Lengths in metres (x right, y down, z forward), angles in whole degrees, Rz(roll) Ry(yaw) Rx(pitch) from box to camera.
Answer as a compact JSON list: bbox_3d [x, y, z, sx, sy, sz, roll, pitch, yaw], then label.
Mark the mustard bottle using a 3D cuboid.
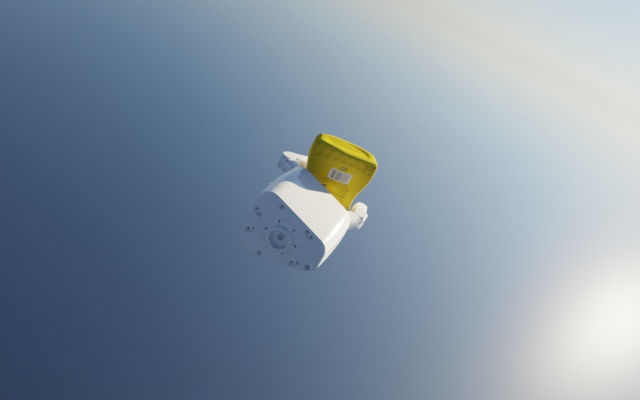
[{"bbox_3d":[0.000,0.002,0.710,0.096,0.192,0.058,20,26,-16],"label":"mustard bottle"}]
